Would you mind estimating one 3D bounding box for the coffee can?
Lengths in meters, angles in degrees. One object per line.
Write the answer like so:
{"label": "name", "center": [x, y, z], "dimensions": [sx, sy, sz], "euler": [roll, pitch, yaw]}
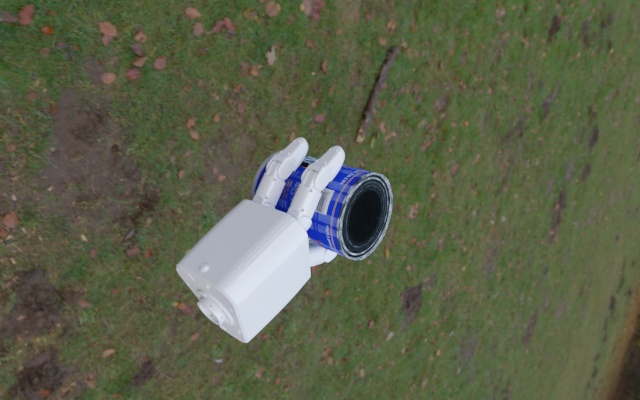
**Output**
{"label": "coffee can", "center": [0.000, 0.002, 0.576], "dimensions": [0.140, 0.103, 0.103], "euler": [18, 11, 38]}
